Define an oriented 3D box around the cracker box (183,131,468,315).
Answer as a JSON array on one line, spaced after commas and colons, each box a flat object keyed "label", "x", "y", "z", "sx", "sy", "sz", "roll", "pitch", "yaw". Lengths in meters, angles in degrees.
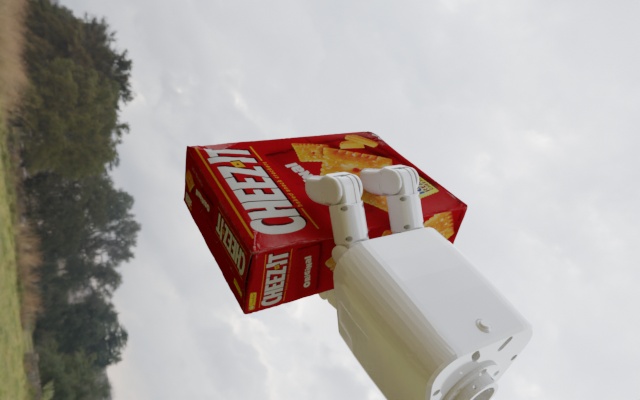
[{"label": "cracker box", "x": 0.000, "y": 0.002, "z": 0.449, "sx": 0.213, "sy": 0.072, "sz": 0.164, "roll": -9, "pitch": 37, "yaw": -30}]
